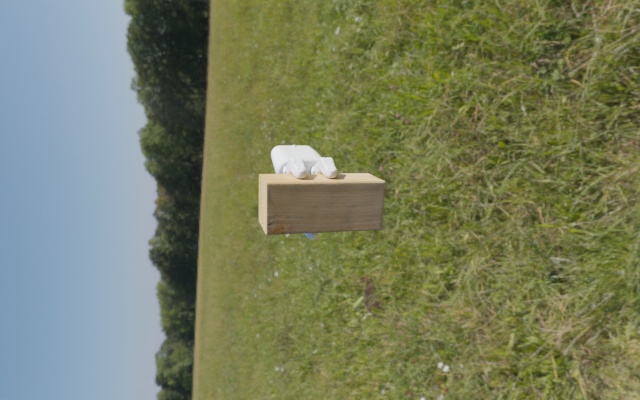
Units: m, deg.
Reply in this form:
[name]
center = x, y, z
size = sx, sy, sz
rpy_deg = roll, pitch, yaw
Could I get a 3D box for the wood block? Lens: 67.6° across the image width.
[wood block]
center = 0.000, 0.003, 0.843
size = 0.206, 0.091, 0.090
rpy_deg = -2, 13, -16
